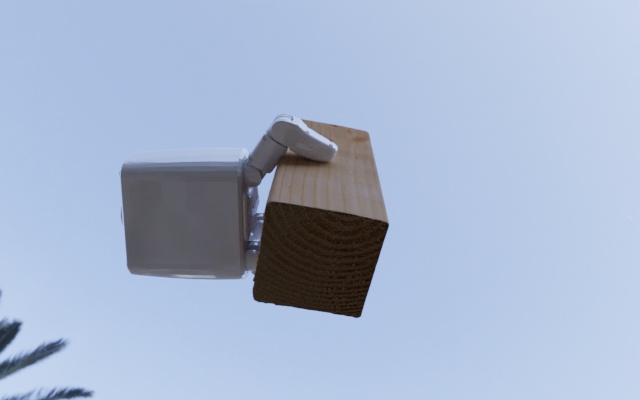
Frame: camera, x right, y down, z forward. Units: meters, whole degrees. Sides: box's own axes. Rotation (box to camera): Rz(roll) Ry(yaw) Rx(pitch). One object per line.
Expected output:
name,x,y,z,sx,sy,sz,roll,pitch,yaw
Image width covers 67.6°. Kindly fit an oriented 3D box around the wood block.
wood block,0.000,0.001,0.444,0.090,0.091,0.206,10,26,-4
